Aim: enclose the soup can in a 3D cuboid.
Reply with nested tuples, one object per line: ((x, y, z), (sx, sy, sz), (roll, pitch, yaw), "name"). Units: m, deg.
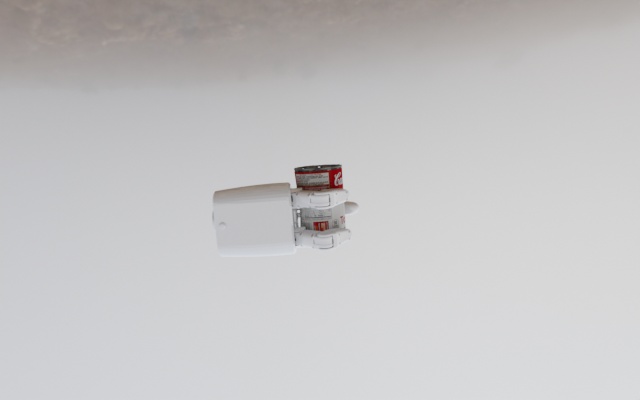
((0.001, 0.002, 0.678), (0.068, 0.102, 0.068), (-4, 8, 1), "soup can")
